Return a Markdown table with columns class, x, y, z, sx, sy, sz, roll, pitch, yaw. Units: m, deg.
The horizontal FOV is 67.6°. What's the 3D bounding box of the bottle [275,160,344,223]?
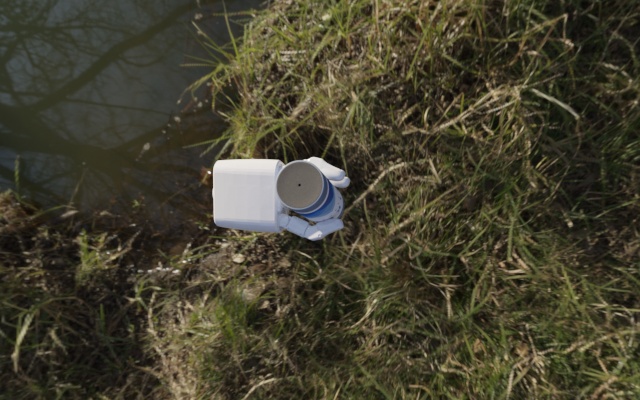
| class | x | y | z | sx | sy | sz | roll | pitch | yaw |
| --- | --- | --- | --- | --- | --- | --- | --- | --- | --- |
| bottle | 0.000 | 0.002 | 0.762 | 0.069 | 0.069 | 0.296 | 0 | -9 | 11 |
